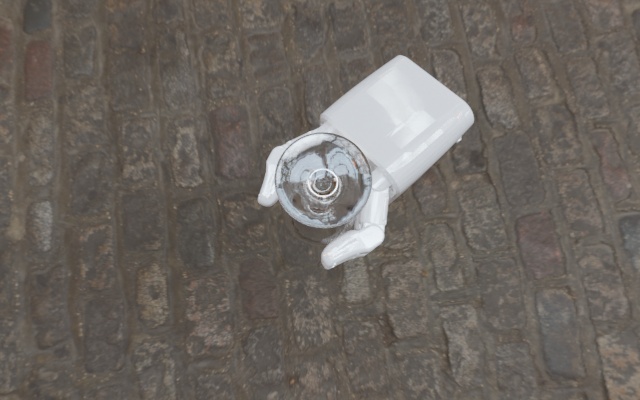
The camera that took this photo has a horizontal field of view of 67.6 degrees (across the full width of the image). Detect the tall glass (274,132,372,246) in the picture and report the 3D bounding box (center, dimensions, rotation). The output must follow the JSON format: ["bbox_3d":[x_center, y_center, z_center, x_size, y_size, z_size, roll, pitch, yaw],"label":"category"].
[{"bbox_3d":[0.000,0.001,0.456,0.079,0.079,0.201,0,-10,-2],"label":"tall glass"}]
